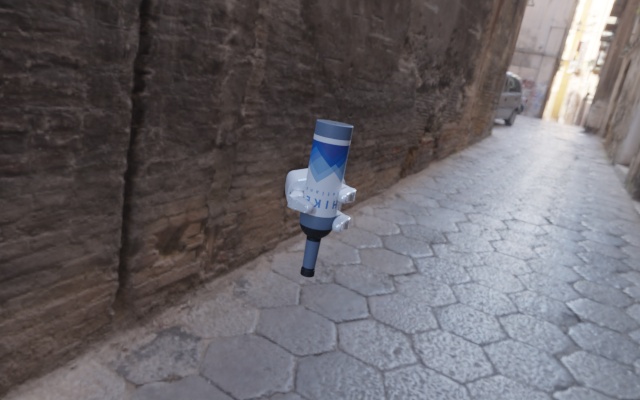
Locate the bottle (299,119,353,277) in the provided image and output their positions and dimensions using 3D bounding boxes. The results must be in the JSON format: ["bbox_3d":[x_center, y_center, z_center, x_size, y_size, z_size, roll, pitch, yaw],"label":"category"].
[{"bbox_3d":[0.000,0.003,0.882,0.069,0.296,0.069,10,15,-3],"label":"bottle"}]
